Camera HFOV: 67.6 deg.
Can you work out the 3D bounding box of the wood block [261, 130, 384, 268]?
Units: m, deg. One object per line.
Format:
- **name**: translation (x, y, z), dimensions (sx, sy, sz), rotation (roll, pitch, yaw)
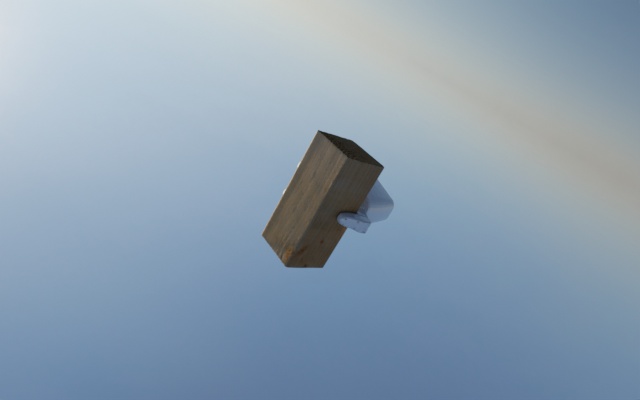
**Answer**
- **wood block**: translation (0.001, 0.003, 0.781), dimensions (0.090, 0.206, 0.090), rotation (9, 28, -45)
